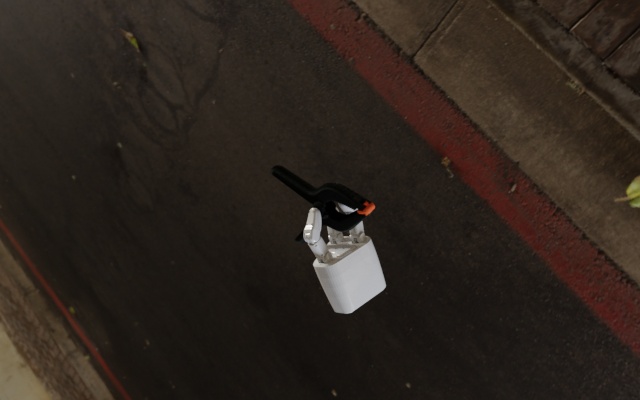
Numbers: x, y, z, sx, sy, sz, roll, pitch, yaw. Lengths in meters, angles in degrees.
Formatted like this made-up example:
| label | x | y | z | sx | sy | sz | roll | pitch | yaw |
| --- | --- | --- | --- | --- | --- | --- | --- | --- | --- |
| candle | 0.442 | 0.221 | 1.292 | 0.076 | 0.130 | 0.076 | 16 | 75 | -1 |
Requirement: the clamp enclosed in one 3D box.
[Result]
| label | x | y | z | sx | sy | sz | roll | pitch | yaw |
| --- | --- | --- | --- | --- | --- | --- | --- | --- | --- |
| clamp | 0.000 | 0.003 | 0.857 | 0.210 | 0.164 | 0.036 | -6 | 25 | 44 |
